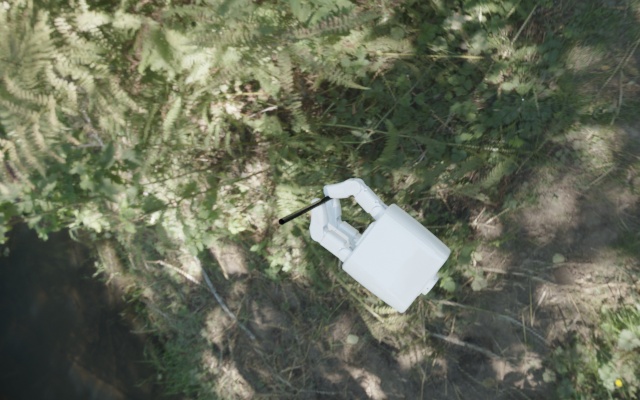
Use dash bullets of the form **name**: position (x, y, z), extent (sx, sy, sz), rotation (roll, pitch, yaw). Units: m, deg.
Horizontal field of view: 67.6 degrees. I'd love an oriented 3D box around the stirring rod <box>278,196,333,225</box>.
- **stirring rod**: position (0.000, 0.002, 0.670), extent (0.011, 0.011, 0.239), rotation (0, 11, 23)
